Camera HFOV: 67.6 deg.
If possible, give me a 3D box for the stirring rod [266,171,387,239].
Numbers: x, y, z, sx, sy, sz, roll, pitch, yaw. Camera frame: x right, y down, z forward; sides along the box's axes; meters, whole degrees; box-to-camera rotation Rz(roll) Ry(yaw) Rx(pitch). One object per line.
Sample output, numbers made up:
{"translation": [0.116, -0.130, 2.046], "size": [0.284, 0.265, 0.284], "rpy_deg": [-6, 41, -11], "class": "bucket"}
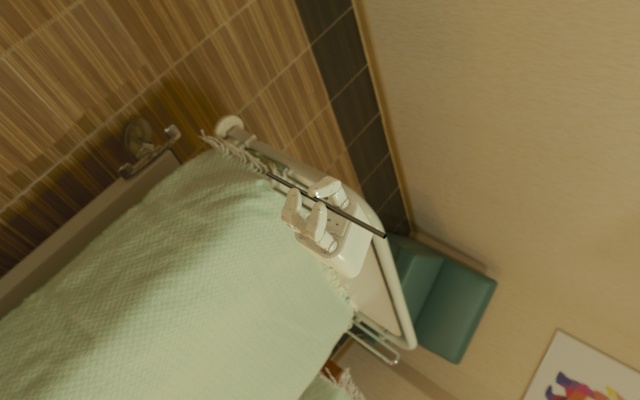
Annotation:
{"translation": [0.000, 0.002, 0.710], "size": [0.239, 0.011, 0.011], "rpy_deg": [28, 17, 35], "class": "stirring rod"}
